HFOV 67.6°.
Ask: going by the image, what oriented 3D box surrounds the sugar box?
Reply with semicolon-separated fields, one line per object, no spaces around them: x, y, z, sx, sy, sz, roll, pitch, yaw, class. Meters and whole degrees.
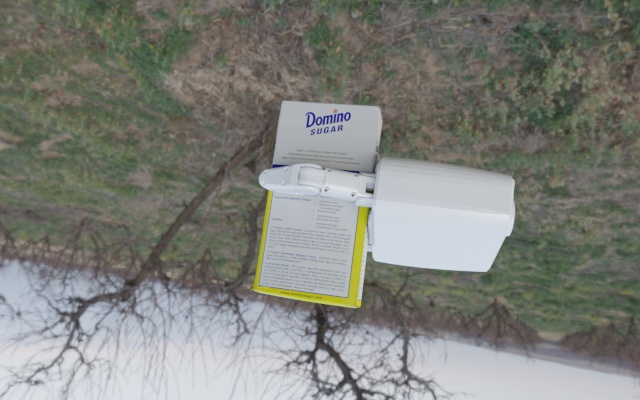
0.000;0.002;0.431;0.093;0.176;0.048;7;-13;11;sugar box
